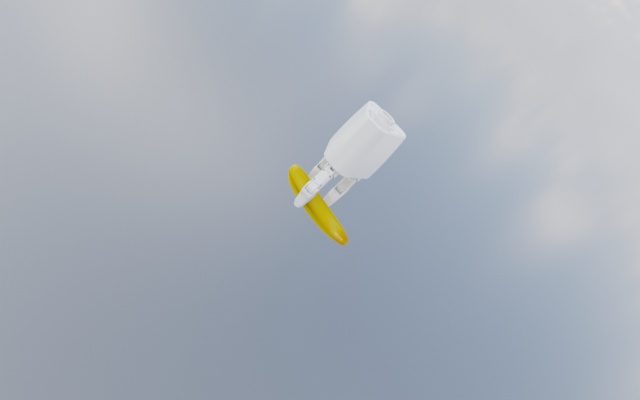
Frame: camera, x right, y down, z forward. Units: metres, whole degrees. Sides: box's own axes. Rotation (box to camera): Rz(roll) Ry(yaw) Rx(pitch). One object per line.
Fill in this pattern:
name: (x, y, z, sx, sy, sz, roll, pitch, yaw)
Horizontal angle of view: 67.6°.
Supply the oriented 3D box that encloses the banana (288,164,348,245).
banana: (-0.012, -0.003, 0.874, 0.037, 0.197, 0.069, -43, -30, 20)
